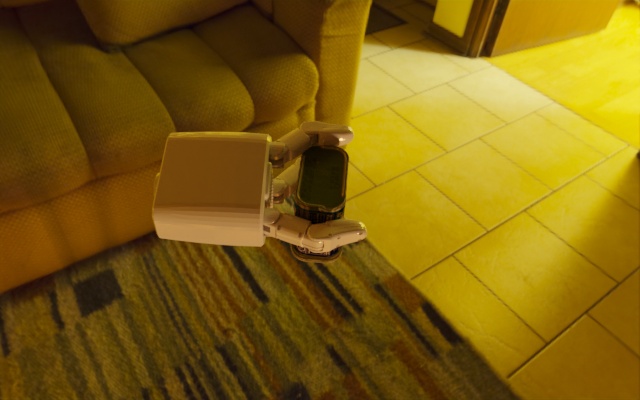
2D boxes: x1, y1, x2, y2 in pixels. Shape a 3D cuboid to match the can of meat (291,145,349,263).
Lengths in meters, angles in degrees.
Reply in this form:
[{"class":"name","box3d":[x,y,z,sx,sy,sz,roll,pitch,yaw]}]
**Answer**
[{"class":"can of meat","box3d":[0.000,0.002,0.519,0.057,0.102,0.084,5,-44,1]}]
